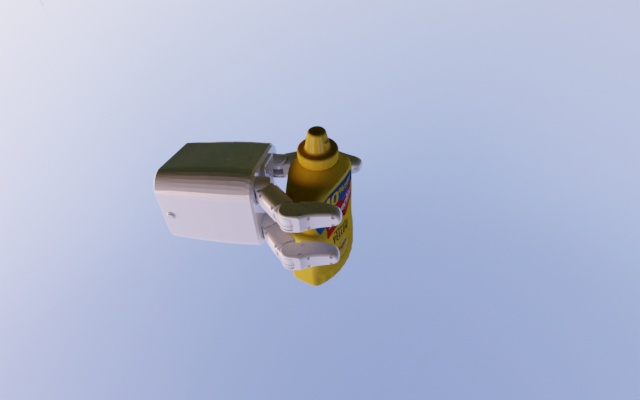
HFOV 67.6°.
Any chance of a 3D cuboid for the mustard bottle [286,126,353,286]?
[{"bbox_3d":[0.000,0.002,0.519,0.058,0.192,0.096,22,50,24],"label":"mustard bottle"}]
